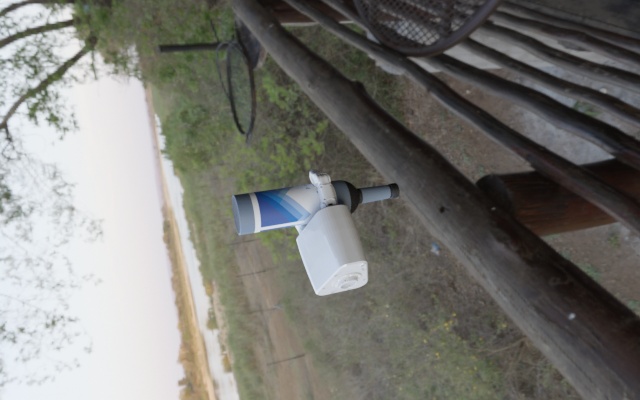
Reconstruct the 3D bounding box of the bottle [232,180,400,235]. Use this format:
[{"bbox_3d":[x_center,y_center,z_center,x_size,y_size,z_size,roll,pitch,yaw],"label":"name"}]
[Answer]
[{"bbox_3d":[0.000,0.003,0.826,0.295,0.069,0.069,-9,3,-18],"label":"bottle"}]
